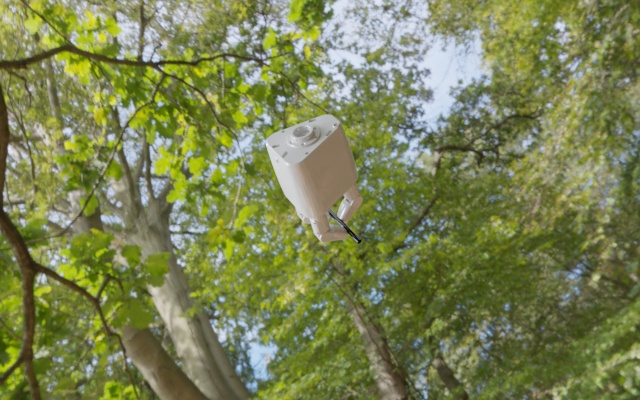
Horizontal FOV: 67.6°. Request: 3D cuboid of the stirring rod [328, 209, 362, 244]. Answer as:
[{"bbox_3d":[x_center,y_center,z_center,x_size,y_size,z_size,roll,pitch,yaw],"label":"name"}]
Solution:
[{"bbox_3d":[0.000,0.003,0.828,0.011,0.011,0.239,0,31,-36],"label":"stirring rod"}]
